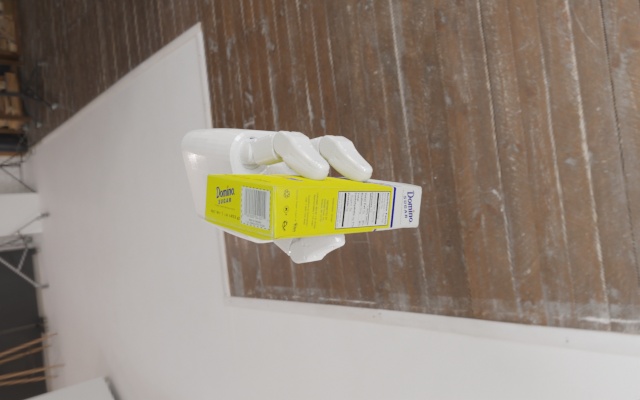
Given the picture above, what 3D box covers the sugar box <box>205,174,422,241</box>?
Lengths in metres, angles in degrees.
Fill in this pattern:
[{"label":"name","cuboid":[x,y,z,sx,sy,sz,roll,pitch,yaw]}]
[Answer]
[{"label":"sugar box","cuboid":[0.000,0.001,0.419,0.176,0.048,0.093,-5,11,-44]}]
